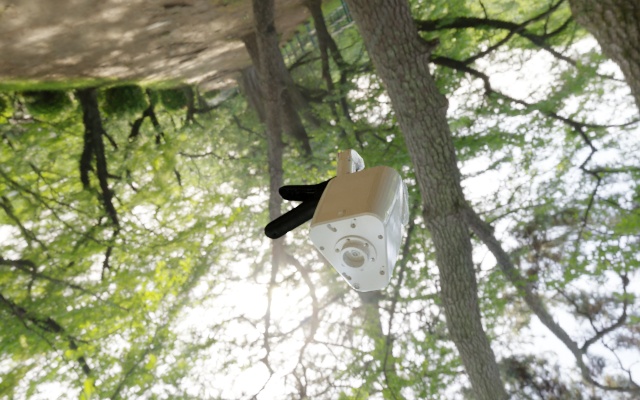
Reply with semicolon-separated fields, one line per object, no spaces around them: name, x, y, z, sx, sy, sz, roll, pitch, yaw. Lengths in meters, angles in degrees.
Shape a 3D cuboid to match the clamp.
clamp;0.001;0.003;0.664;0.171;0.039;0.120;-14;35;26
